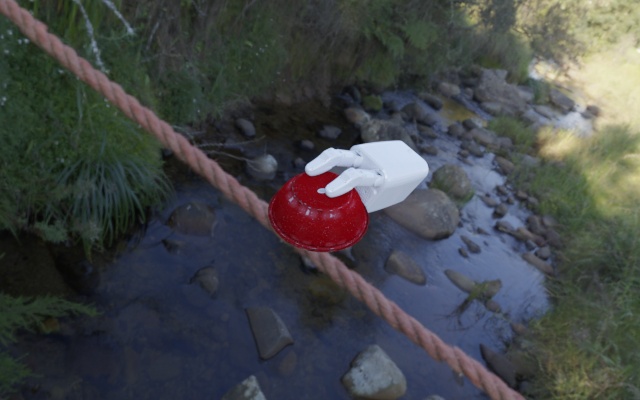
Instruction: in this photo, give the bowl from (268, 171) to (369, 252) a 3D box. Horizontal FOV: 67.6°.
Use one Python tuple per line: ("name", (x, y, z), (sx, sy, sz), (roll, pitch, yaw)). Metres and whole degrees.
("bowl", (-0.001, 0.003, 0.740), (0.162, 0.055, 0.162), (5, 43, -4))
